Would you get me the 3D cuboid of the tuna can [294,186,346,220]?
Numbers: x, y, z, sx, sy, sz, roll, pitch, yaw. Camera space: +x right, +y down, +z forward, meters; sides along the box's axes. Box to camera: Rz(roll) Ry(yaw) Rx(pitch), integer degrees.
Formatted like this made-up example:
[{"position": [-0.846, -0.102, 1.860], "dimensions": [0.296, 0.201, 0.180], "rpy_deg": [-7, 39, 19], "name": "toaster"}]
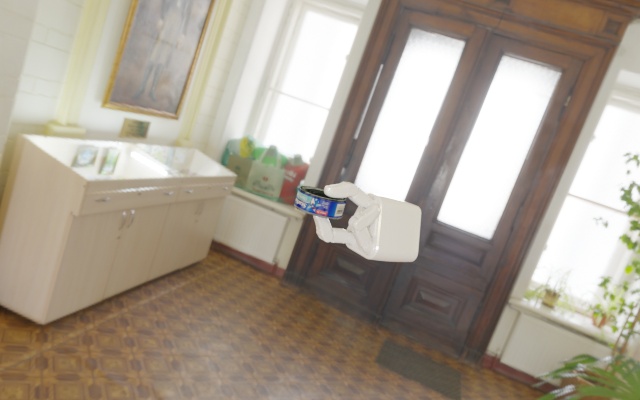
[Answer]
[{"position": [0.000, 0.002, 0.818], "dimensions": [0.086, 0.034, 0.086], "rpy_deg": [14, 11, -3], "name": "tuna can"}]
